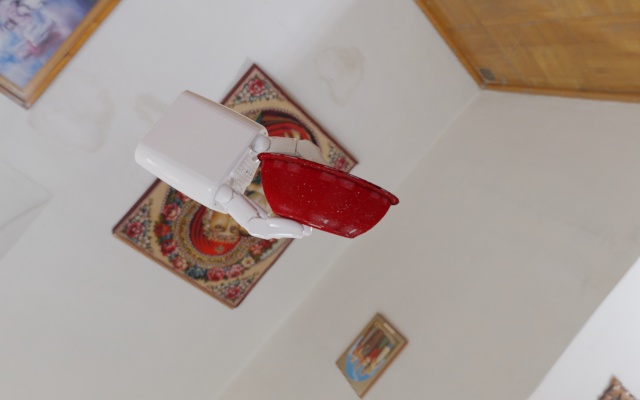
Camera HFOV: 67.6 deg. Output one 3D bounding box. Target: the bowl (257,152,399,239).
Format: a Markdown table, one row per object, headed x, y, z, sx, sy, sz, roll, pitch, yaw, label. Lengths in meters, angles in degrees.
| x | y | z | sx | sy | sz | roll | pitch | yaw | label |
| --- | --- | --- | --- | --- | --- | --- | --- | --- | --- |
| 0.001 | 0.002 | 0.514 | 0.162 | 0.055 | 0.162 | 18 | -6 | 2 | bowl |
